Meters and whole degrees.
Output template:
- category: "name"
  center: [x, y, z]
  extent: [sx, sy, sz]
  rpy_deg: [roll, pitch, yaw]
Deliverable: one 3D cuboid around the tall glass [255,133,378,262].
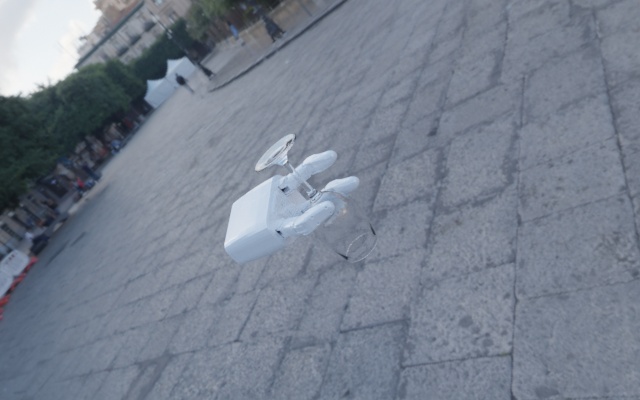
- category: "tall glass"
  center: [0.000, 0.002, 0.688]
  extent: [0.201, 0.079, 0.079]
  rpy_deg: [47, -22, -22]
